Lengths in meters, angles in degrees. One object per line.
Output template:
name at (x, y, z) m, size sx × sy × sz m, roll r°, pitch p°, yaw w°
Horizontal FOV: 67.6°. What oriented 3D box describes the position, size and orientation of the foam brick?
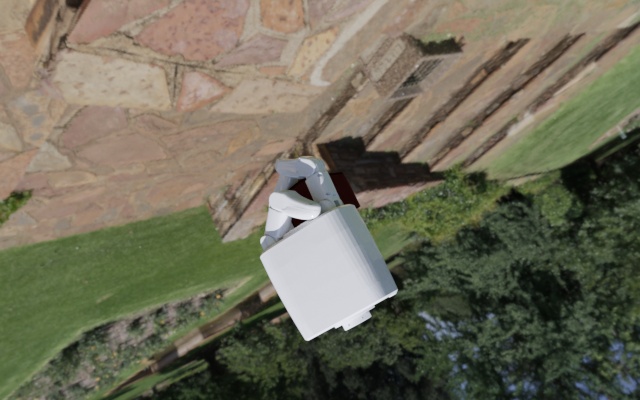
foam brick at (0.000, 0.002, 0.573) m, size 0.053 × 0.051 × 0.078 m, roll -38°, pitch -16°, yaw 32°
